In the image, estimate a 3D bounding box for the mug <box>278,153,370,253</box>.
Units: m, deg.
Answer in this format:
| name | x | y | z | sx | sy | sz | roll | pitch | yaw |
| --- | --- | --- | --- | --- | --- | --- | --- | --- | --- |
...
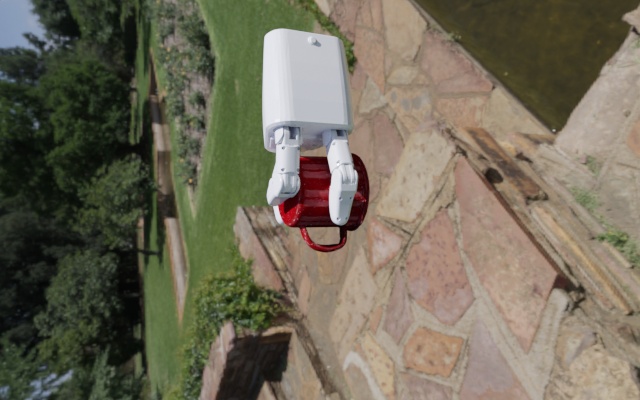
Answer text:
| name | x | y | z | sx | sy | sz | roll | pitch | yaw |
| --- | --- | --- | --- | --- | --- | --- | --- | --- | --- |
| mug | 0.000 | 0.003 | 0.550 | 0.081 | 0.117 | 0.093 | 0 | -12 | -24 |
